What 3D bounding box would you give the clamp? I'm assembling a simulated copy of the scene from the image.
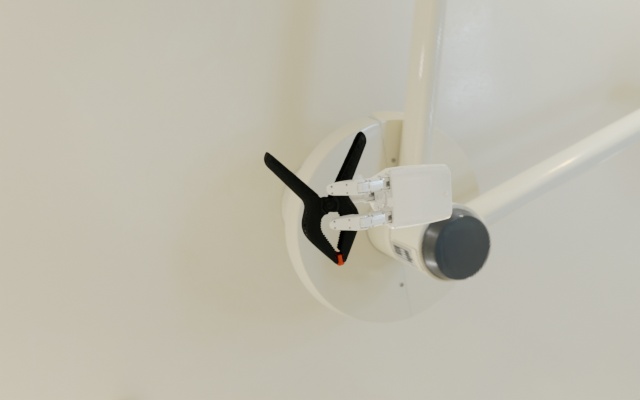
[{"bbox_3d":[0.000,0.003,0.756,0.164,0.210,0.036,-7,10,-11],"label":"clamp"}]
